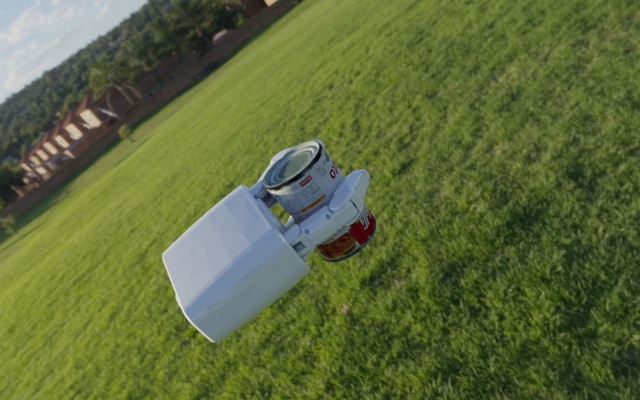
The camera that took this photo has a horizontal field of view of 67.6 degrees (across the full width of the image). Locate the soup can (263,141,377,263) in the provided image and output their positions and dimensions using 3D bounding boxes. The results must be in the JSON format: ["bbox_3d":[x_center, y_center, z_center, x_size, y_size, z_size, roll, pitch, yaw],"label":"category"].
[{"bbox_3d":[0.000,0.001,0.464,0.068,0.102,0.068,-29,27,17],"label":"soup can"}]
